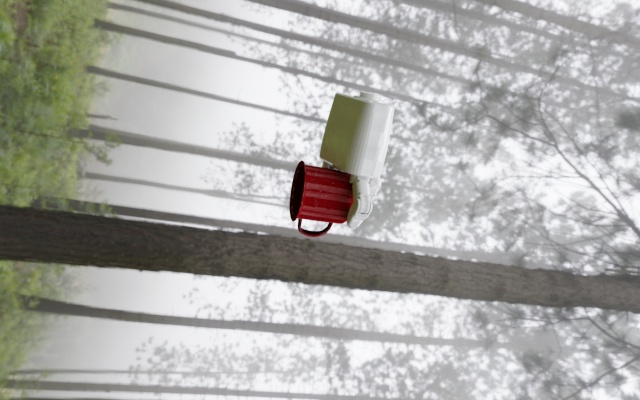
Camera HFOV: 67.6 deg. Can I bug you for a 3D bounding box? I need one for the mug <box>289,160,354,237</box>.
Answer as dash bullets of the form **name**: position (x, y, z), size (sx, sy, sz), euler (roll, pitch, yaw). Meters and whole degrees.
- **mug**: position (0.000, 0.004, 0.729), size (0.081, 0.117, 0.093), euler (8, 17, -15)
